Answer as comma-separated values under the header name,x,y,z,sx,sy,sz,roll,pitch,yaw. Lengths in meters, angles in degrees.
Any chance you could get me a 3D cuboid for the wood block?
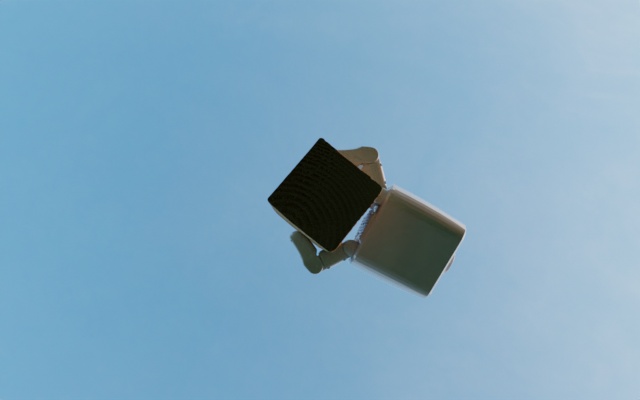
name,x,y,z,sx,sy,sz,roll,pitch,yaw
wood block,0.000,0.002,0.597,0.090,0.091,0.206,39,-6,1
